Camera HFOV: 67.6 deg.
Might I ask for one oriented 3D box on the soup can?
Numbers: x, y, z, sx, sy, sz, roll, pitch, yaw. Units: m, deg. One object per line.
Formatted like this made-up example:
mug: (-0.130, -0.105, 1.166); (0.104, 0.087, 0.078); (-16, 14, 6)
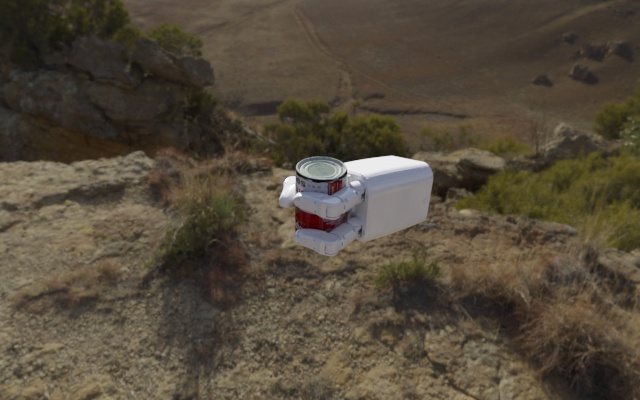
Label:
soup can: (0.000, 0.002, 0.627); (0.068, 0.102, 0.068); (1, 31, -1)
